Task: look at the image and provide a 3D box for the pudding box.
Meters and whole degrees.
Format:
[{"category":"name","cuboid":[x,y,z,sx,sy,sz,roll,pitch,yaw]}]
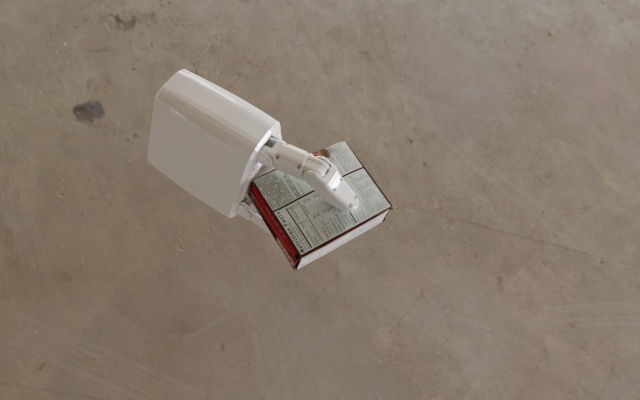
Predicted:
[{"category":"pudding box","cuboid":[0.000,0.001,0.462,0.113,0.090,0.039,-27,-17,-22]}]
